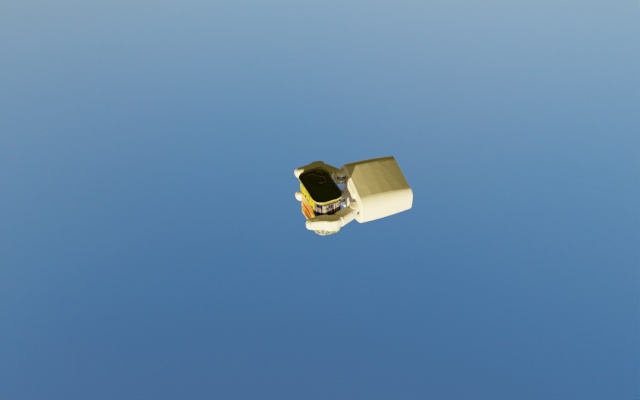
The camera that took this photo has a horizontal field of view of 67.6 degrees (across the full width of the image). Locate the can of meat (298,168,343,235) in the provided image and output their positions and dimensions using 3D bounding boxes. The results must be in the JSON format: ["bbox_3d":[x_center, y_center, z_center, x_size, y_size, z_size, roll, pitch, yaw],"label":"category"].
[{"bbox_3d":[0.000,0.003,0.892,0.057,0.084,0.102,-17,42,-16],"label":"can of meat"}]
